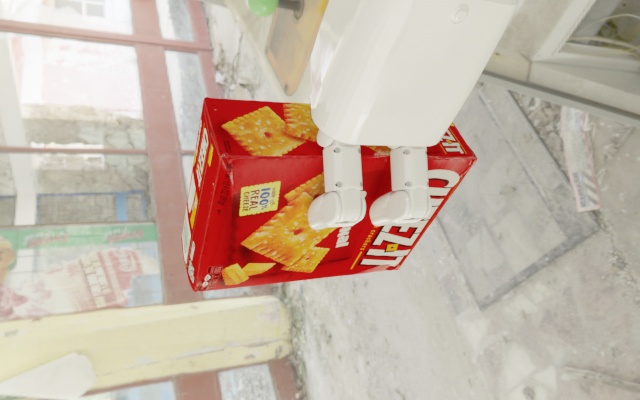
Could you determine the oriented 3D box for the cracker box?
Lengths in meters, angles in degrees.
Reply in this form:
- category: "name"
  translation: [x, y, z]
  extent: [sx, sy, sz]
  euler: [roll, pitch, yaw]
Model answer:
- category: "cracker box"
  translation: [0.000, 0.001, 0.410]
  extent: [0.214, 0.072, 0.164]
  euler: [-2, -41, -25]
